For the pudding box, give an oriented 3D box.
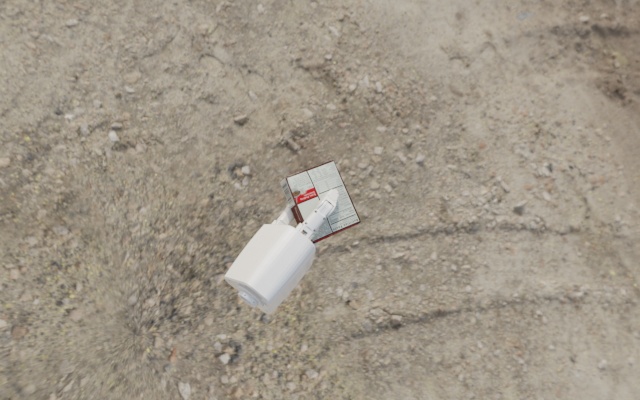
[{"bbox_3d":[0.000,0.002,0.754,0.090,0.113,0.039,-21,-4,-20],"label":"pudding box"}]
